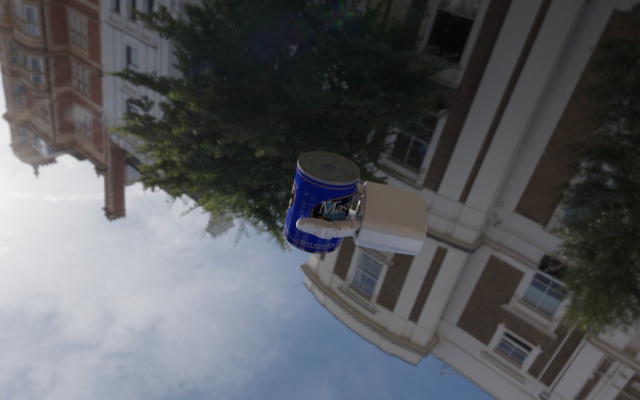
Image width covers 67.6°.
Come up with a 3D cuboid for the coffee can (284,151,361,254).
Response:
[{"bbox_3d":[0.000,0.002,0.796,0.103,0.140,0.102,10,30,-6],"label":"coffee can"}]
